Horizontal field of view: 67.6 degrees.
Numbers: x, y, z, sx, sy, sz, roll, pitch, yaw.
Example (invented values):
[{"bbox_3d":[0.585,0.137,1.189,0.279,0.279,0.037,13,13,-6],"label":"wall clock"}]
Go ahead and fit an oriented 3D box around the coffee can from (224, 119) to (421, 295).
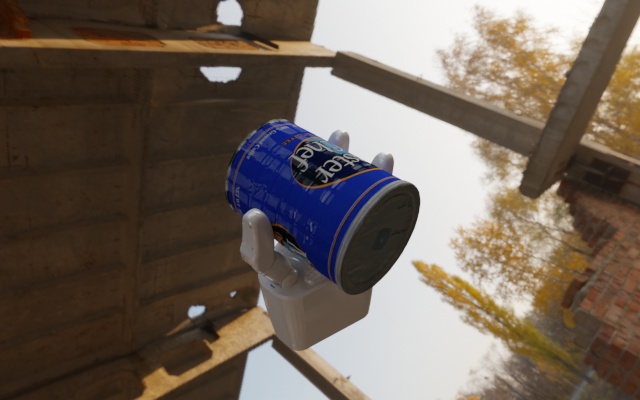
[{"bbox_3d":[0.000,0.001,0.418,0.140,0.103,0.103,32,18,32],"label":"coffee can"}]
